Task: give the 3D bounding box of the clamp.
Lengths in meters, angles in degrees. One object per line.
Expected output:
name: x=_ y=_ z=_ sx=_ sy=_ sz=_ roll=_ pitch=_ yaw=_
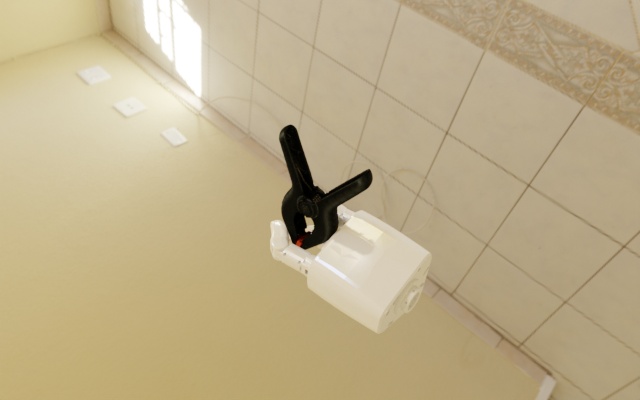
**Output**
clamp: x=0.000 y=0.002 z=0.571 sx=0.120 sy=0.172 sz=0.039 roll=30 pitch=47 yaw=27
